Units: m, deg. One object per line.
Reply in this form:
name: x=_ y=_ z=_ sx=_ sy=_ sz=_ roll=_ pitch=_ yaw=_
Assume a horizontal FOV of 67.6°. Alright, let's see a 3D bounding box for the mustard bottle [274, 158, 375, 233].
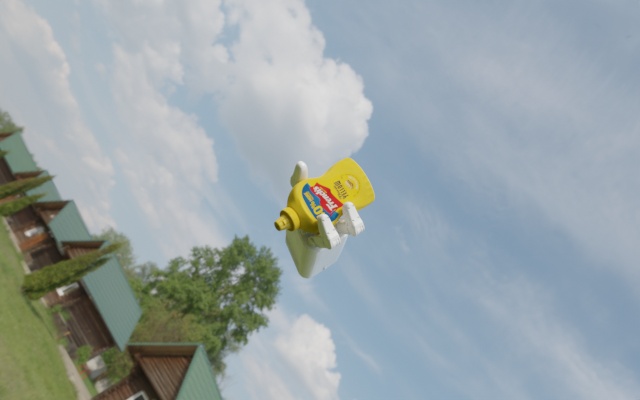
mustard bottle: x=0.000 y=0.002 z=0.834 sx=0.191 sy=0.096 sz=0.058 roll=-29 pitch=-3 yaw=-30
